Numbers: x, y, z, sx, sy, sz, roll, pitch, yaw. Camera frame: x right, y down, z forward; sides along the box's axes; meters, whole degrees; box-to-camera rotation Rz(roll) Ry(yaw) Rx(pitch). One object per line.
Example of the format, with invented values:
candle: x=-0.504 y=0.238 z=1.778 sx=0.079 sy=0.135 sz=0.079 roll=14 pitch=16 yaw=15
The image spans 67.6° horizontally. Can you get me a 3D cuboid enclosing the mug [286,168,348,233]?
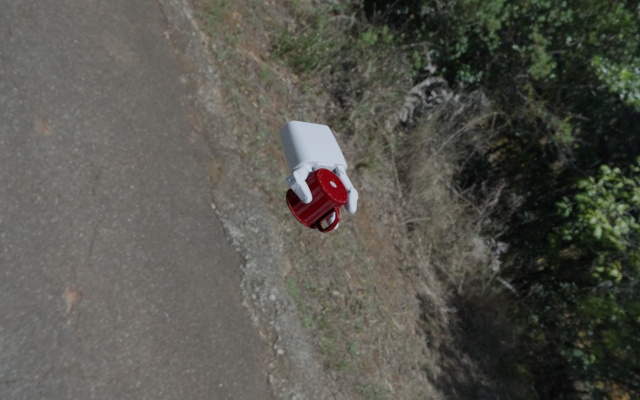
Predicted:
mug: x=0.001 y=0.004 z=0.886 sx=0.081 sy=0.117 sz=0.093 roll=-39 pitch=-32 yaw=28
